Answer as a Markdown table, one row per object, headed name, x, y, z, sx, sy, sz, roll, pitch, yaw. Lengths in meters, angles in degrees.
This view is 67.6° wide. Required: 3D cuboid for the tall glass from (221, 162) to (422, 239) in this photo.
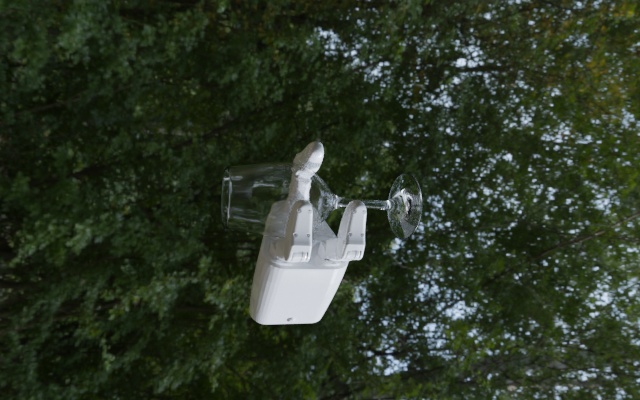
| name | x | y | z | sx | sy | sz | roll | pitch | yaw |
| --- | --- | --- | --- | --- | --- | --- | --- | --- | --- |
| tall glass | 0.001 | 0.002 | 0.502 | 0.201 | 0.079 | 0.079 | 3 | -1 | -19 |
